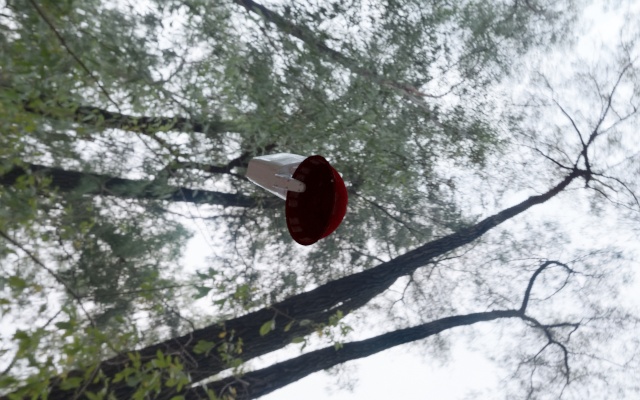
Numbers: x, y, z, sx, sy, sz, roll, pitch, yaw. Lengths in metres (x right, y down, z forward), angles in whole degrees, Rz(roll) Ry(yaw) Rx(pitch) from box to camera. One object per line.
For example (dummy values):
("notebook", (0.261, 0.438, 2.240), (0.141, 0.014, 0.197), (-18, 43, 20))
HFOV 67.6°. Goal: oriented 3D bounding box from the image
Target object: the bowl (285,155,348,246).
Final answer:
("bowl", (0.001, 0.003, 0.849), (0.055, 0.162, 0.162), (9, -5, -33))
